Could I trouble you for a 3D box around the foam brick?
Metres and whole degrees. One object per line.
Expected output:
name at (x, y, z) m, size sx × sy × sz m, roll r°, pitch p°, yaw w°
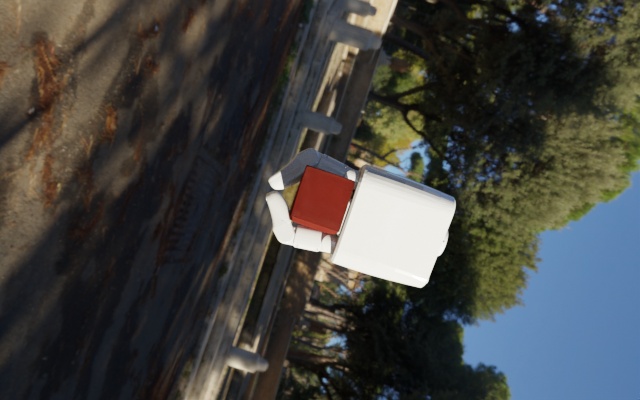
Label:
foam brick at (0.000, 0.002, 0.487) m, size 0.051 × 0.053 × 0.078 m, roll 19°, pitch -6°, yaw -1°
